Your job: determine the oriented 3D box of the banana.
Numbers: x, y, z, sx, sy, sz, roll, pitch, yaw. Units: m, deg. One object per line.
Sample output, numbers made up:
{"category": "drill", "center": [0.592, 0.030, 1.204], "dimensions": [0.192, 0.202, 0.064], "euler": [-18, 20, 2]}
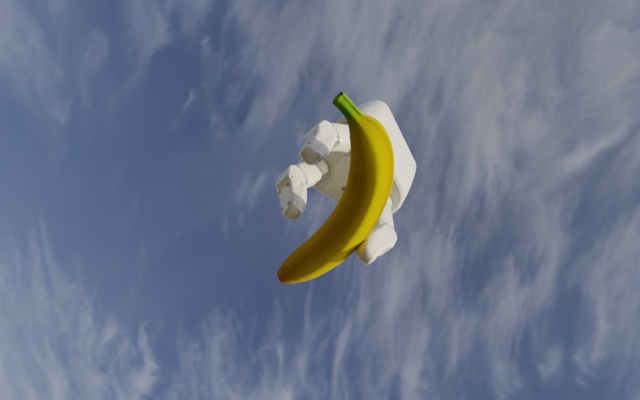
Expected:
{"category": "banana", "center": [0.018, 0.006, 0.417], "dimensions": [0.069, 0.198, 0.037], "euler": [23, 30, 6]}
